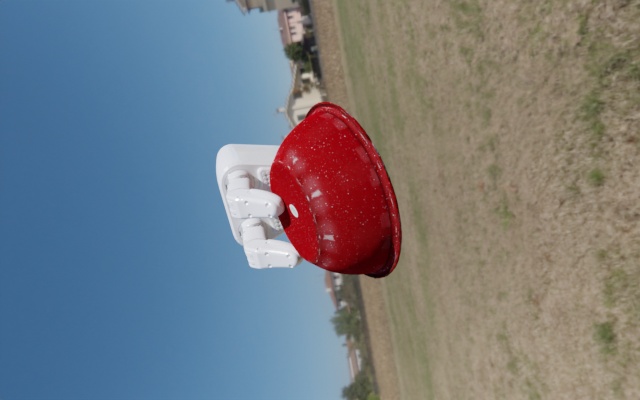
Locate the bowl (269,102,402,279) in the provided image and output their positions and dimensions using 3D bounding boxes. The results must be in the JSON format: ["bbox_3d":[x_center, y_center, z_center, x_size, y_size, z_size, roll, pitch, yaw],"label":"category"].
[{"bbox_3d":[0.000,0.002,0.409,0.055,0.162,0.162,-21,8,-22],"label":"bowl"}]
